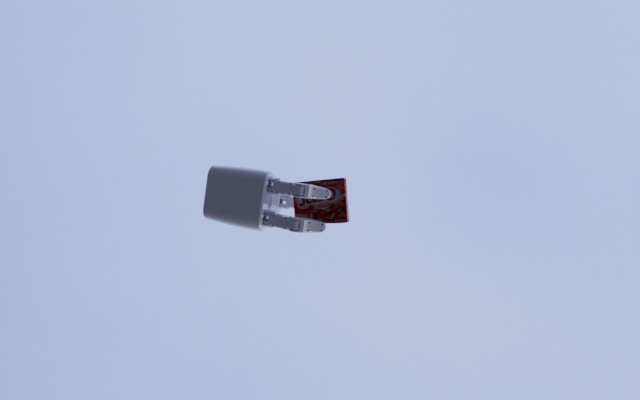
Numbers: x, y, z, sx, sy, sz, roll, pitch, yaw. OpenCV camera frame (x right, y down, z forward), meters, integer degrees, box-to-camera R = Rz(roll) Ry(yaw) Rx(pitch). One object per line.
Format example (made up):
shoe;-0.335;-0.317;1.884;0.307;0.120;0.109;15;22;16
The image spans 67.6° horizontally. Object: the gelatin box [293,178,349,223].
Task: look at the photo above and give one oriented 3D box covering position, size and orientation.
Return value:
gelatin box;0.001;0.003;0.785;0.089;0.073;0.030;-4;1;10
